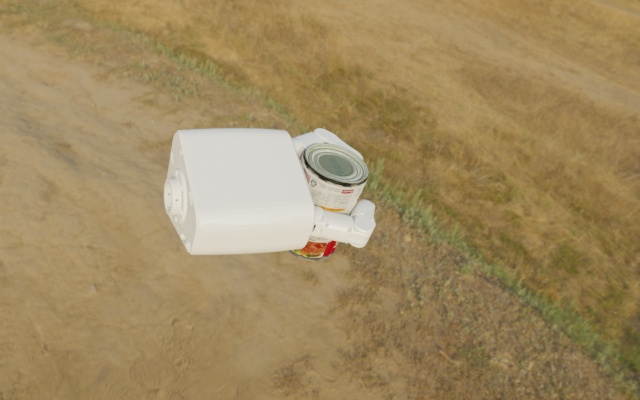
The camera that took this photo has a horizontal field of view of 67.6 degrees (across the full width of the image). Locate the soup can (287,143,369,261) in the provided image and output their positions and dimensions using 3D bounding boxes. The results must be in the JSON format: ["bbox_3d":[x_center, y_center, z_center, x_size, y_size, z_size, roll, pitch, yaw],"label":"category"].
[{"bbox_3d":[0.001,0.001,0.483,0.068,0.102,0.068,14,36,-11],"label":"soup can"}]
